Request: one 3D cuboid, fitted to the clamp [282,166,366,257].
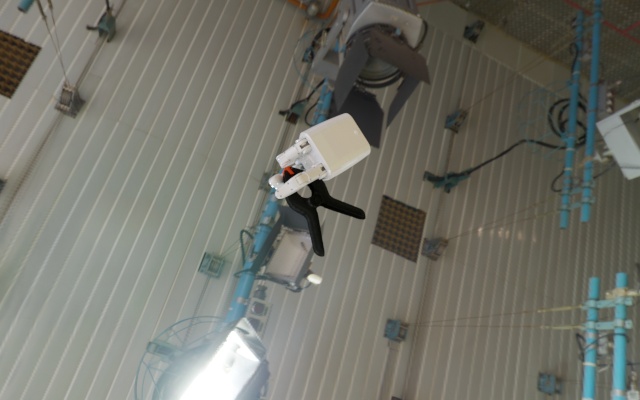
[{"bbox_3d":[0.000,0.003,0.869,0.120,0.171,0.039,-31,-3,-26],"label":"clamp"}]
